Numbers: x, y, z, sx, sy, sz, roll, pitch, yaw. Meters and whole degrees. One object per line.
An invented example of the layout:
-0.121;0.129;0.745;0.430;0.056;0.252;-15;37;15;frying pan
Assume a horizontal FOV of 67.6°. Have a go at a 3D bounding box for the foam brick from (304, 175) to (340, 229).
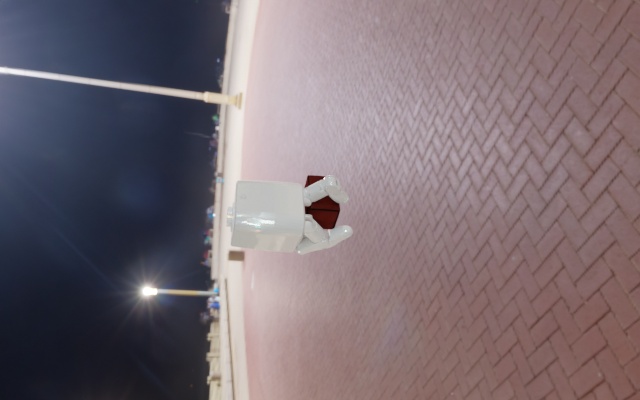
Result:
0.000;0.002;0.807;0.051;0.078;0.053;4;-42;-11;foam brick
